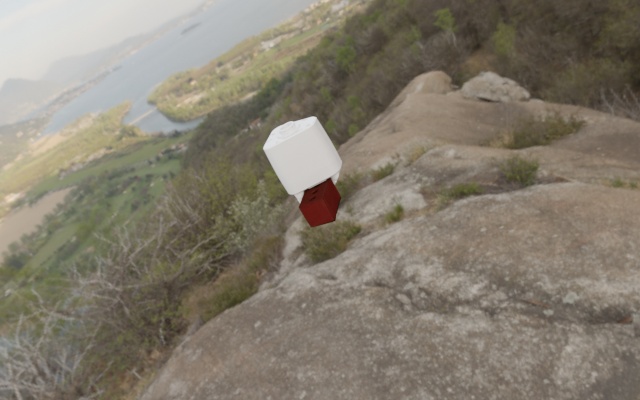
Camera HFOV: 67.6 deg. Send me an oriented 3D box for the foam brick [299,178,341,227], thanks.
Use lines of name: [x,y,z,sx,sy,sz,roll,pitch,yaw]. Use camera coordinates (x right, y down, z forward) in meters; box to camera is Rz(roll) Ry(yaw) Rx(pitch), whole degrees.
foam brick: [0.000,0.003,0.885,0.053,0.051,0.078,-18,29,22]
